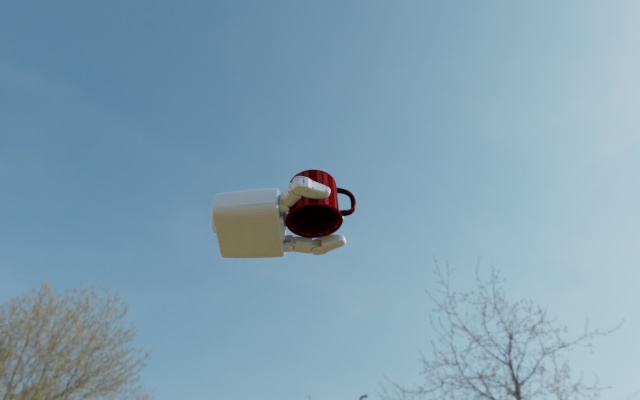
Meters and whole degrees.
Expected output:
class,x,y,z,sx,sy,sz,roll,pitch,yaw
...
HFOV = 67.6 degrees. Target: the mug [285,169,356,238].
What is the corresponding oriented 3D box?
class,x,y,z,sx,sy,sz,roll,pitch,yaw
mug,0.002,0.002,0.791,0.117,0.081,0.093,-3,-39,0
